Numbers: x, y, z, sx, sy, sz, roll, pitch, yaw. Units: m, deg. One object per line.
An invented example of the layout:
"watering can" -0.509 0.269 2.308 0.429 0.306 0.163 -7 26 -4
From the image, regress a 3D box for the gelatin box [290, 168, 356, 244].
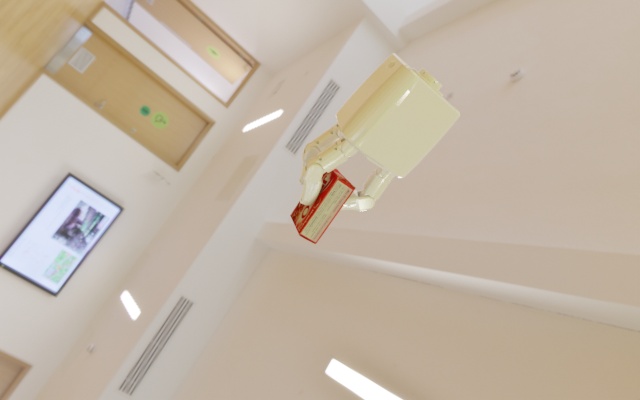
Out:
"gelatin box" 0.000 0.003 0.613 0.030 0.089 0.073 31 8 -20
